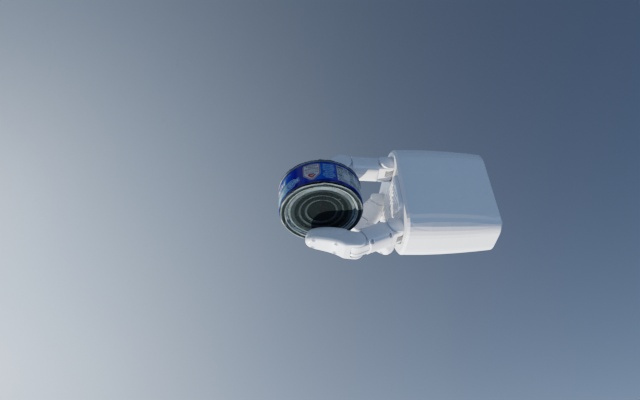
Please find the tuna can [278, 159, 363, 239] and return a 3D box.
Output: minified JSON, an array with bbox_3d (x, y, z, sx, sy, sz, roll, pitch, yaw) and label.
[{"bbox_3d":[0.000,0.002,0.484,0.086,0.086,0.033,-2,45,-2],"label":"tuna can"}]
